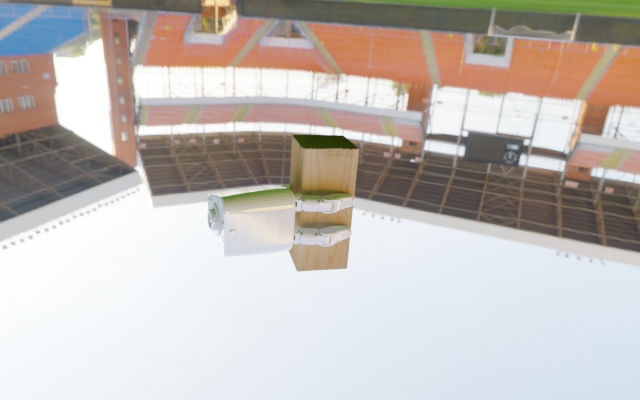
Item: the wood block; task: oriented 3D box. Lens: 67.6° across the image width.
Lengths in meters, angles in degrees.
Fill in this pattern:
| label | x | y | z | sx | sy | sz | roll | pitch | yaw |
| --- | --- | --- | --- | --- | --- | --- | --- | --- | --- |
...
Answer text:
| label | x | y | z | sx | sy | sz | roll | pitch | yaw |
| --- | --- | --- | --- | --- | --- | --- | --- | --- | --- |
| wood block | 0.000 | 0.003 | 0.785 | 0.090 | 0.206 | 0.090 | -2 | 22 | -15 |
